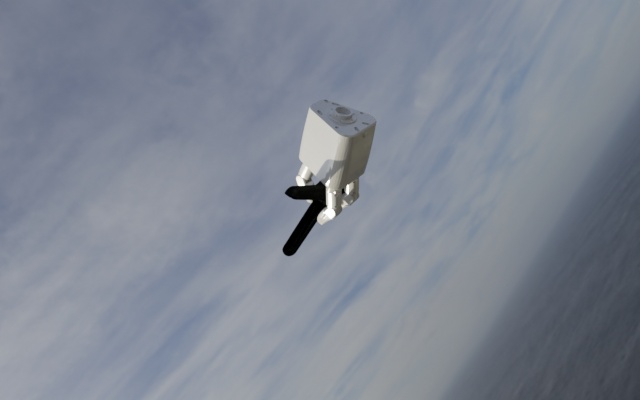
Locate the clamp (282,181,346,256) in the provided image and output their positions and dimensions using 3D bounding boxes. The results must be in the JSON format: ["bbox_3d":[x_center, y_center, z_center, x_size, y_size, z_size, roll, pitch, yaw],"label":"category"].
[{"bbox_3d":[0.000,0.002,0.878,0.036,0.165,0.210,33,44,22],"label":"clamp"}]
